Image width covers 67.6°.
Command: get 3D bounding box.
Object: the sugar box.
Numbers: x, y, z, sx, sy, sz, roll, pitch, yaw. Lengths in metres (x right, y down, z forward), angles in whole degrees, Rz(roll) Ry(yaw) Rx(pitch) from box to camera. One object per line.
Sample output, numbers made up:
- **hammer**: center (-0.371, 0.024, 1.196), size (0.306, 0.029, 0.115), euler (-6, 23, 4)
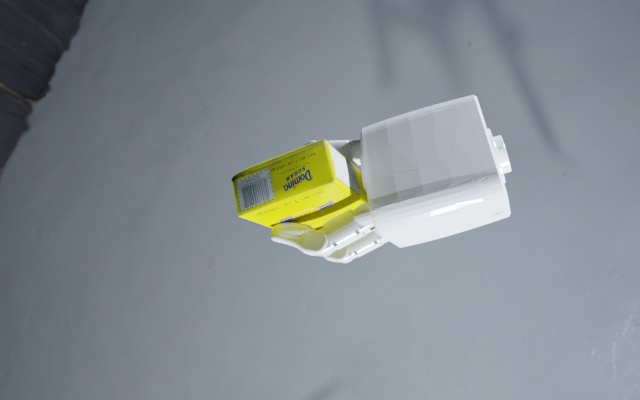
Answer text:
- **sugar box**: center (0.000, 0.002, 0.468), size (0.093, 0.048, 0.176), euler (-19, -22, 19)
